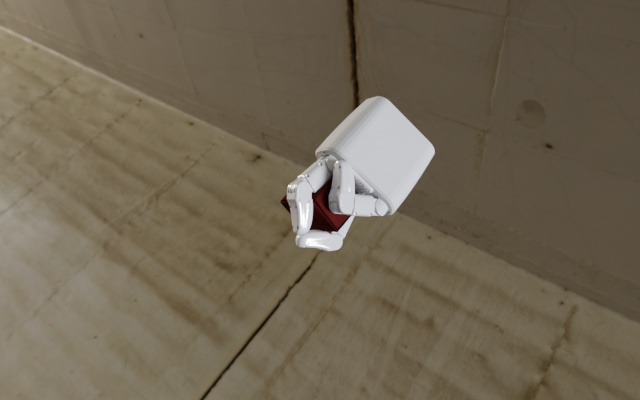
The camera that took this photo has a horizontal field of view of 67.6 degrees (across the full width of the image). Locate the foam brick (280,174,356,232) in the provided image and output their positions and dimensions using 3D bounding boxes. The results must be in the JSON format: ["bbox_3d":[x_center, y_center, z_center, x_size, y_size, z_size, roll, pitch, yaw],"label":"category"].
[{"bbox_3d":[0.000,0.002,0.584,0.051,0.053,0.078,-50,25,-24],"label":"foam brick"}]
